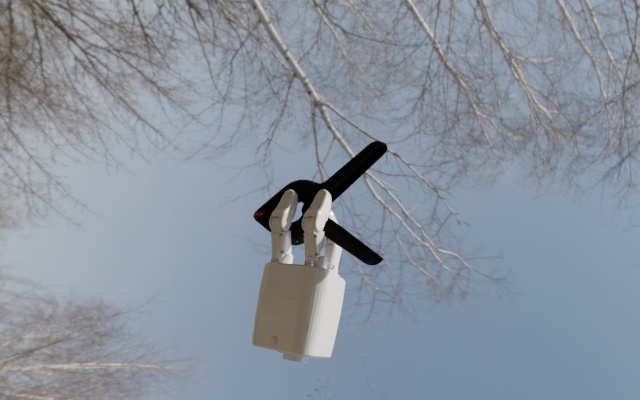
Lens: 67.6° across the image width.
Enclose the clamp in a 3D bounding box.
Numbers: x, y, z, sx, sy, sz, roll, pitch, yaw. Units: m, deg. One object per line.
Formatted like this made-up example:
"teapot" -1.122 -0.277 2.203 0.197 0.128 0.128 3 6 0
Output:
"clamp" 0.000 0.003 0.647 0.210 0.164 0.036 -2 -22 35
